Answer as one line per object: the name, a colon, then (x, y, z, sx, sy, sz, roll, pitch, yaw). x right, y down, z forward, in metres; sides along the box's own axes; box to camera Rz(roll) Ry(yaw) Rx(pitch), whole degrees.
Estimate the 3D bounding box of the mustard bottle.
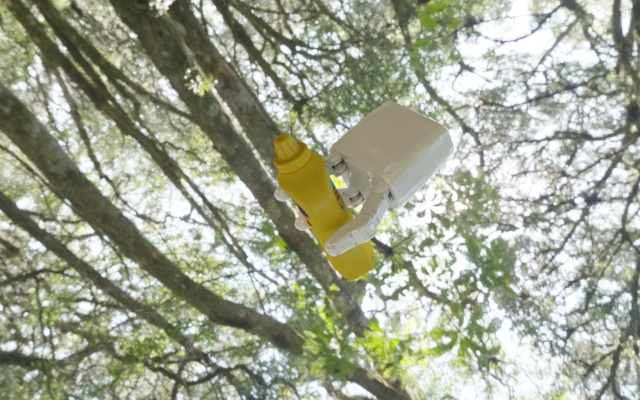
mustard bottle: (0.000, 0.002, 0.558, 0.058, 0.192, 0.096, -29, 33, 3)
